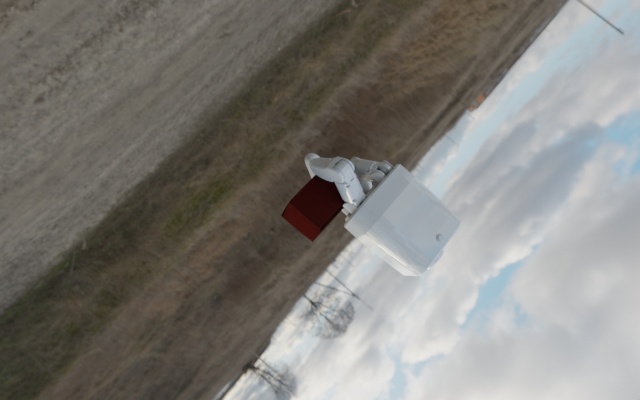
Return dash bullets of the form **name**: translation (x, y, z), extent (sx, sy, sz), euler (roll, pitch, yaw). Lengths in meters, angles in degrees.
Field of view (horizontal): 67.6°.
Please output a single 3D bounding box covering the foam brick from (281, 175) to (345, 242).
- **foam brick**: translation (0.000, 0.002, 0.582), extent (0.078, 0.051, 0.053), euler (-46, -3, -24)
